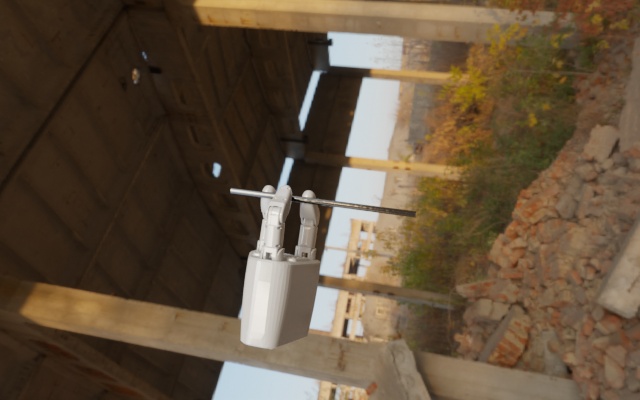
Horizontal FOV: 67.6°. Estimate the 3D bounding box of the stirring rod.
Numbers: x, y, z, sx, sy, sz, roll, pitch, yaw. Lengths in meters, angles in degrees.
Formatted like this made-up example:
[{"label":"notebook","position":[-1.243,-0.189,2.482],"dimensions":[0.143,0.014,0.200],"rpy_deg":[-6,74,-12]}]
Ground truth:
[{"label":"stirring rod","position":[0.000,0.002,0.608],"dimensions":[0.239,0.011,0.011],"rpy_deg":[7,1,10]}]
